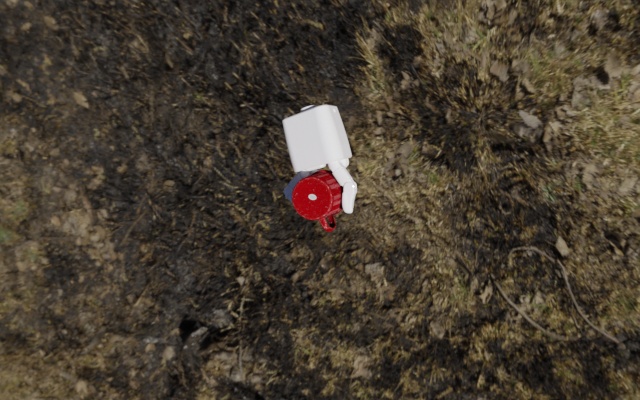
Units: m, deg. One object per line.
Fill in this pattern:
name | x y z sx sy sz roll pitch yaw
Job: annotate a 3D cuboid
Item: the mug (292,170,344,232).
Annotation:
mug | 0.000 0.004 0.899 0.093 0.117 0.081 -16 2 20
